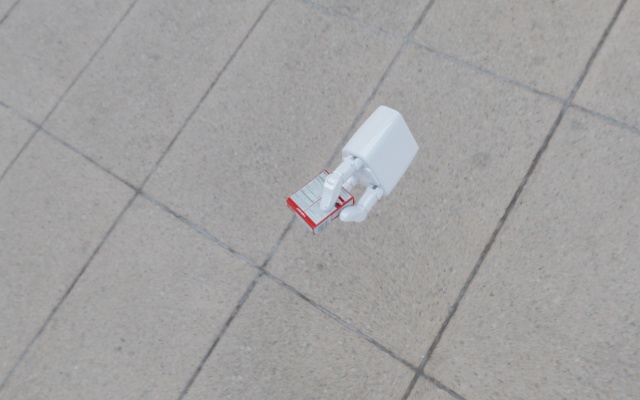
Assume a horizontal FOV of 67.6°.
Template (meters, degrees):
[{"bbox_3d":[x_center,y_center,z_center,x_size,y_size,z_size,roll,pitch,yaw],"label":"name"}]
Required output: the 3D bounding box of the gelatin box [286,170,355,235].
[{"bbox_3d":[0.000,0.003,0.789,0.089,0.073,0.030,-38,-25,-16],"label":"gelatin box"}]
